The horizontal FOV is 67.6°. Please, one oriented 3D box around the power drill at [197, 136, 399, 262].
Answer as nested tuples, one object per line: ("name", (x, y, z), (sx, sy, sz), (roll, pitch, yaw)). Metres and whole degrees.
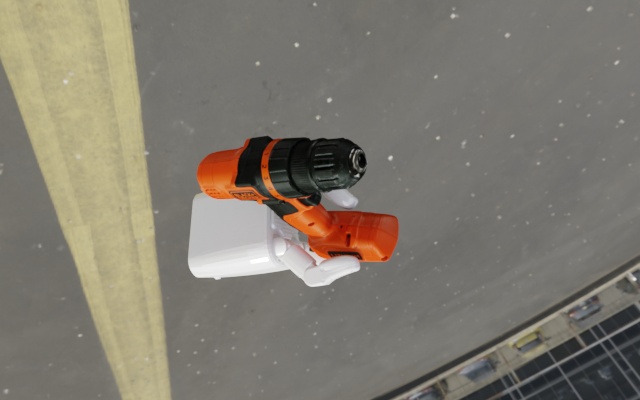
("power drill", (0.000, 0.002, 0.462), (0.184, 0.057, 0.188), (0, -27, 40))
